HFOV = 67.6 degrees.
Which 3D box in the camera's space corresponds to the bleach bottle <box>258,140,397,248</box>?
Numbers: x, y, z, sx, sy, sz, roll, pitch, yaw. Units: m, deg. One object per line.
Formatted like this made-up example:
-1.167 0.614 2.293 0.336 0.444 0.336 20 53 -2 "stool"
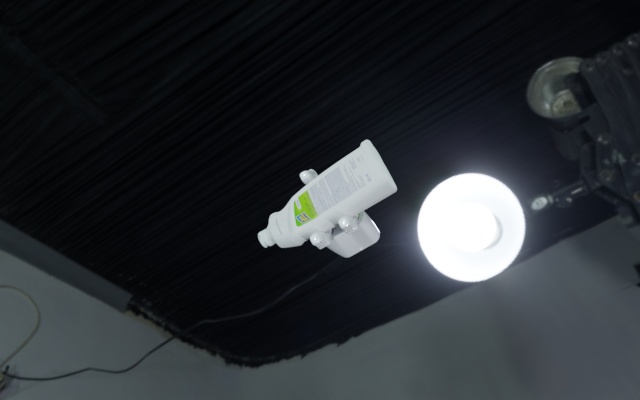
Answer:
0.000 0.003 0.825 0.251 0.102 0.068 -30 -35 12 "bleach bottle"
